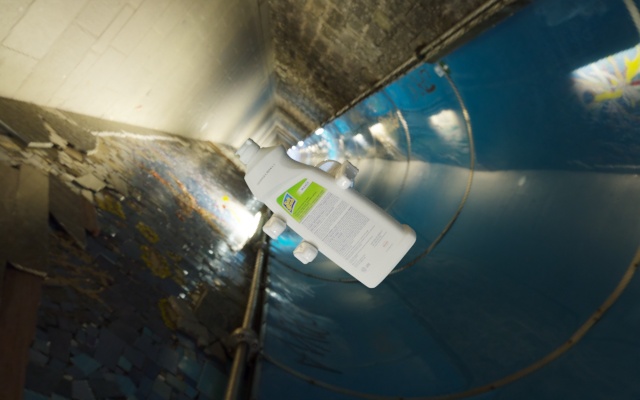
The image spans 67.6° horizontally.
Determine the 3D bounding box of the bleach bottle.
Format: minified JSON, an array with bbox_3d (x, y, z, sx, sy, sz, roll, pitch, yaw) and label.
[{"bbox_3d":[0.000,0.002,0.633,0.251,0.102,0.068,40,3,-7],"label":"bleach bottle"}]
